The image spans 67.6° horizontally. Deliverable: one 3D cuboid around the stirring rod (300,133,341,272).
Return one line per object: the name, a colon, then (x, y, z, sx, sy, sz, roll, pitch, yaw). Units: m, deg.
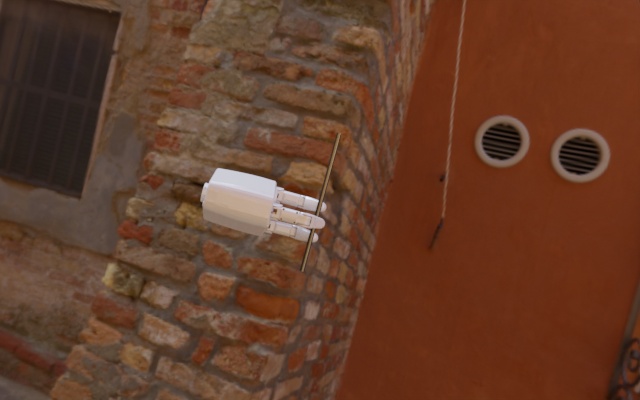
stirring rod: (0.000, 0.003, 0.804, 0.011, 0.239, 0.011, 15, -1, 0)
